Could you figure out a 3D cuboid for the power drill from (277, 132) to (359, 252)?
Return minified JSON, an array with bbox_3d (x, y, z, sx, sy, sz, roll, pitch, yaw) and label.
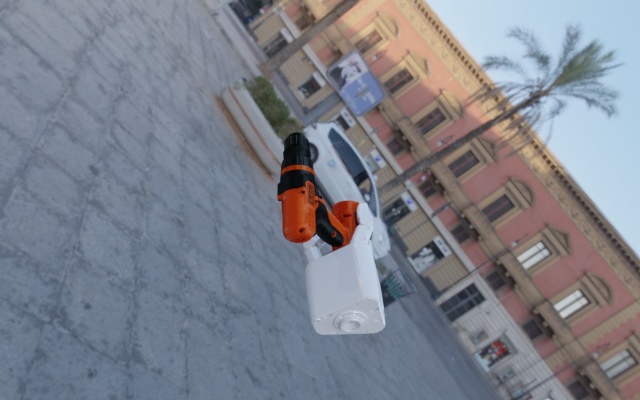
[{"bbox_3d":[0.000,0.003,0.768,0.057,0.184,0.188,-18,-32,29],"label":"power drill"}]
